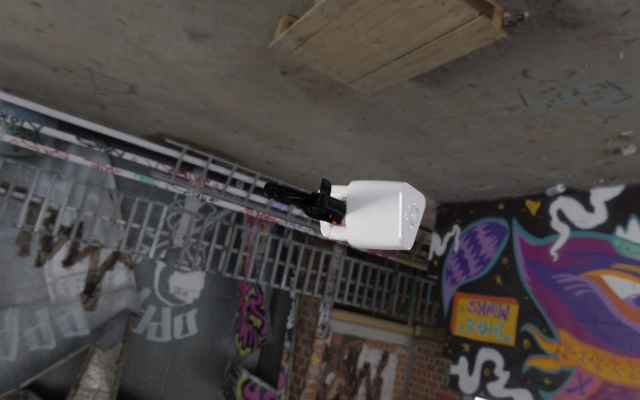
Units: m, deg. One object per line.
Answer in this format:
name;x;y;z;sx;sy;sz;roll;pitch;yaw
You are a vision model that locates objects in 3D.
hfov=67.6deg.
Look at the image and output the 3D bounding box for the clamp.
clamp;0.000;0.003;0.803;0.120;0.039;0.171;0;-17;39
